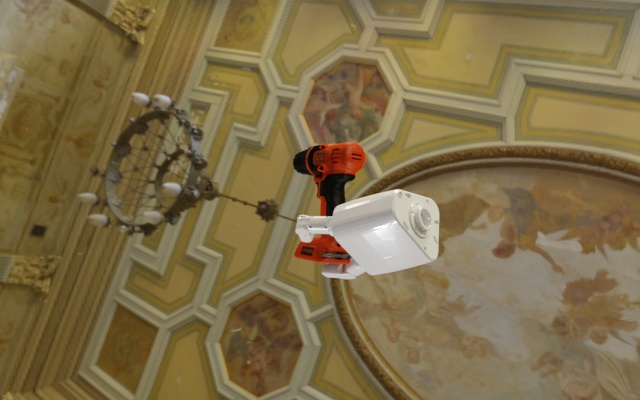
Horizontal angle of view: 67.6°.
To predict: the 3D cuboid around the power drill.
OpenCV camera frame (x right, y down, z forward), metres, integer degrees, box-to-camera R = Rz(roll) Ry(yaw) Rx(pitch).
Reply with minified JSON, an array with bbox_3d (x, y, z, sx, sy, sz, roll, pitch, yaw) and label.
[{"bbox_3d":[0.000,0.003,0.763,0.057,0.187,0.184,4,-2,-28],"label":"power drill"}]
